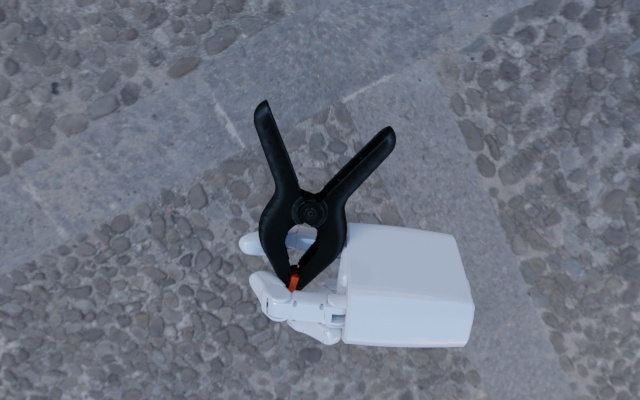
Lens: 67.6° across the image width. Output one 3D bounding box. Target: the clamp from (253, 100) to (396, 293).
[{"bbox_3d":[0.000,0.002,0.419,0.120,0.171,0.039,4,21,-1],"label":"clamp"}]
